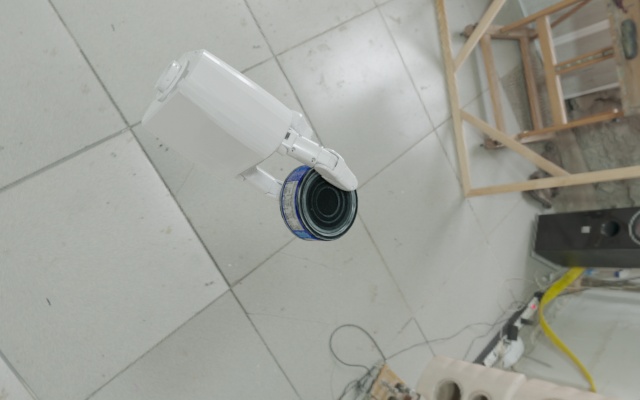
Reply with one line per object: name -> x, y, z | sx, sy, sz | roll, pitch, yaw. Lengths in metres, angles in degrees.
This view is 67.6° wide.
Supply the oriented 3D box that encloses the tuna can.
tuna can -> 0.000, 0.002, 0.518 | 0.086, 0.086, 0.034 | 0, -2, -38
